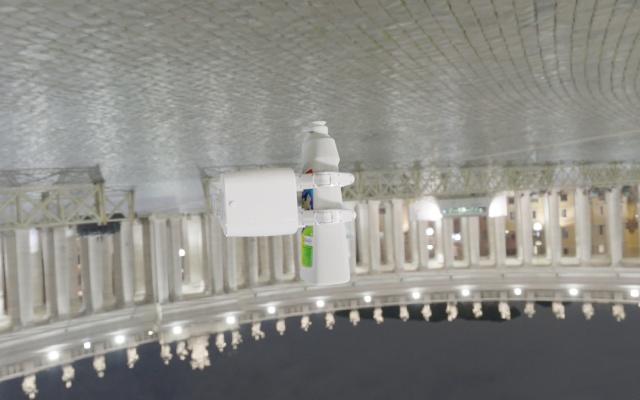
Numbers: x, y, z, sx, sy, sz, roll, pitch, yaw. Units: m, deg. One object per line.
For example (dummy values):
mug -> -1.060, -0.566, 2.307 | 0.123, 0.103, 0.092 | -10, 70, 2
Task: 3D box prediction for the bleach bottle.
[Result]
bleach bottle -> 0.000, 0.003, 0.761 | 0.068, 0.251, 0.102 | -4, 0, -18
